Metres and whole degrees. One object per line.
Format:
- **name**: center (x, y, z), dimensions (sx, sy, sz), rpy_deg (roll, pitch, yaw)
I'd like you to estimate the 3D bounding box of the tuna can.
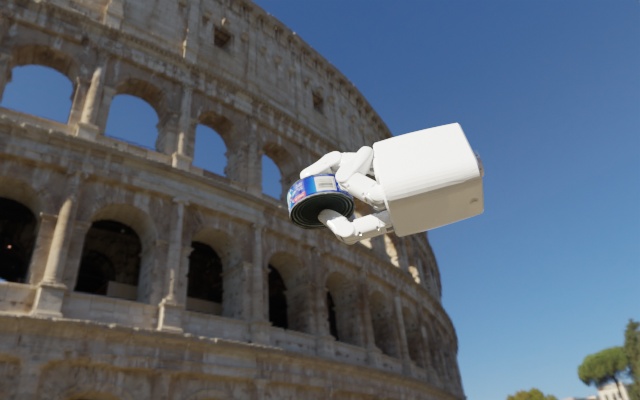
- **tuna can**: center (0.000, 0.002, 0.622), dimensions (0.086, 0.033, 0.086), rpy_deg (-8, -33, -5)
